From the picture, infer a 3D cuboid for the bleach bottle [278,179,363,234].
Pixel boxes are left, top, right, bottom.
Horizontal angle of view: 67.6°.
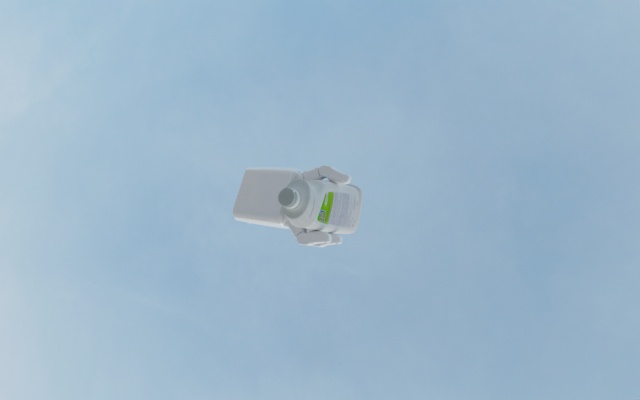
[{"bbox_3d":[0.000,0.003,0.835,0.068,0.102,0.251,5,-5,25],"label":"bleach bottle"}]
